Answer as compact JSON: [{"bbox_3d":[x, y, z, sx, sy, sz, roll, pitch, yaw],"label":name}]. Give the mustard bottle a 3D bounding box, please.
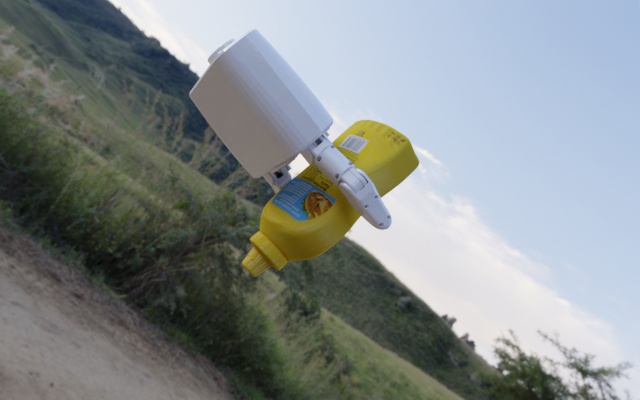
[{"bbox_3d":[0.000,0.002,0.466,0.191,0.058,0.096,-43,37,-13],"label":"mustard bottle"}]
